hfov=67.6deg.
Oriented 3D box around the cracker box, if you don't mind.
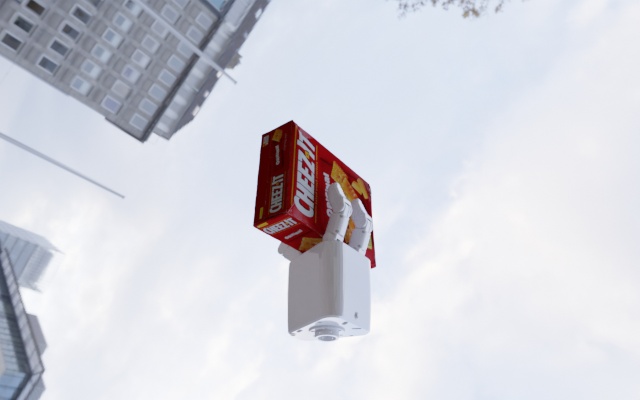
[{"bbox_3d":[0.000,0.003,0.735,0.072,0.164,0.214,-22,-39,31],"label":"cracker box"}]
